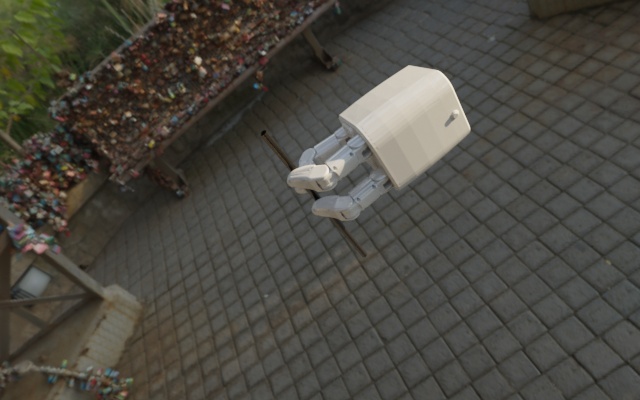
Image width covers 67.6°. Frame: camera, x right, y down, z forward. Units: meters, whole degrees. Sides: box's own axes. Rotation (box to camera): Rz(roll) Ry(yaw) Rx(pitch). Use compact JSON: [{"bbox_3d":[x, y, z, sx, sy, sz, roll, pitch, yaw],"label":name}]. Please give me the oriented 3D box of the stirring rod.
[{"bbox_3d":[0.000,0.002,0.572,0.011,0.011,0.240,0,-37,38],"label":"stirring rod"}]
